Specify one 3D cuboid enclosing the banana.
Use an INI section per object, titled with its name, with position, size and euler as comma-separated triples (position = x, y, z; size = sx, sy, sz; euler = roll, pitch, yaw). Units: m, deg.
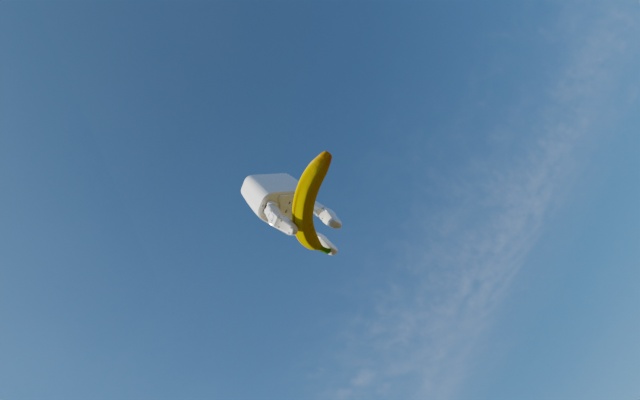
[banana]
position = -0.017, 0.009, 0.831
size = 0.069, 0.198, 0.037
euler = -12, 29, -24
